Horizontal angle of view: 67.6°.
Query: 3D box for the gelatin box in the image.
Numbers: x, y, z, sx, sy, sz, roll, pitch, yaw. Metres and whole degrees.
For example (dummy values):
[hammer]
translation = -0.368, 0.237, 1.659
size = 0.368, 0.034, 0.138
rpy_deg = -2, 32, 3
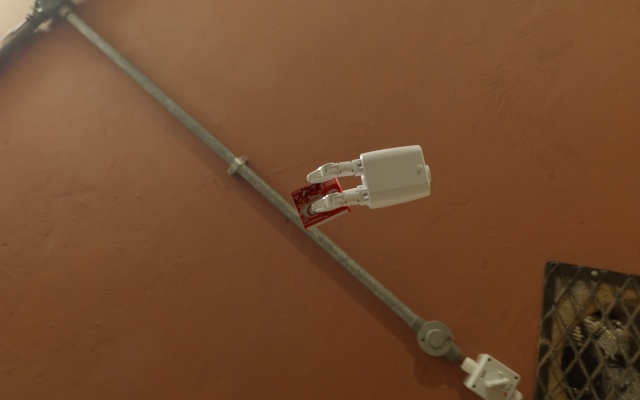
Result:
[gelatin box]
translation = 0.000, 0.003, 0.861
size = 0.089, 0.073, 0.030
rpy_deg = -24, -16, 5
